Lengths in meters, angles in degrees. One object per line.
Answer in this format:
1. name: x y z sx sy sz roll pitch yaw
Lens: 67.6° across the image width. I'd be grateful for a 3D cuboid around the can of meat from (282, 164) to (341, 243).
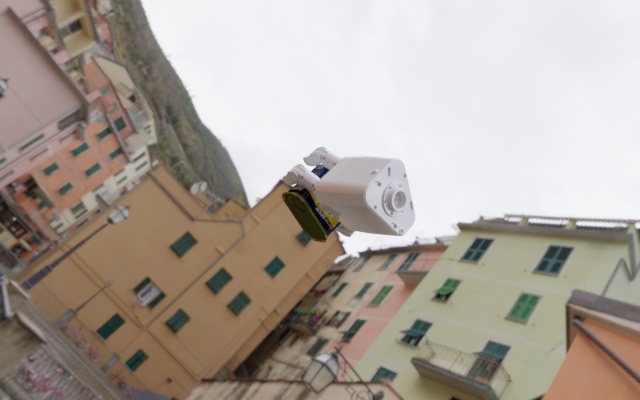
1. can of meat: 0.000 0.002 0.781 0.084 0.102 0.057 -44 24 -26
